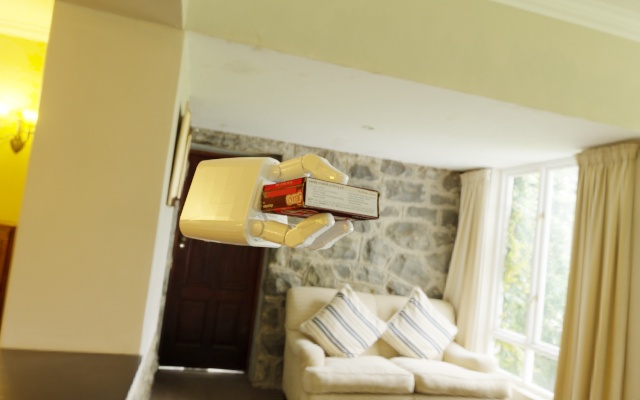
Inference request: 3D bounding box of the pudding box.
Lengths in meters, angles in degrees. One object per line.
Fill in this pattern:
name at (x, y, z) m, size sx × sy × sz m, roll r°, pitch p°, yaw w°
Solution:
pudding box at (0.000, 0.002, 0.564) m, size 0.113 × 0.039 × 0.090 m, roll 7°, pitch -8°, yaw -36°
